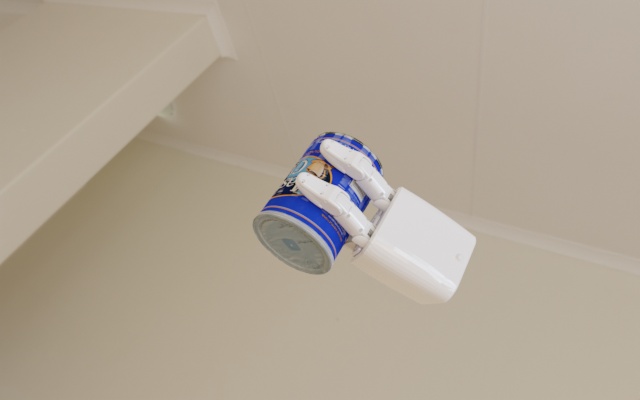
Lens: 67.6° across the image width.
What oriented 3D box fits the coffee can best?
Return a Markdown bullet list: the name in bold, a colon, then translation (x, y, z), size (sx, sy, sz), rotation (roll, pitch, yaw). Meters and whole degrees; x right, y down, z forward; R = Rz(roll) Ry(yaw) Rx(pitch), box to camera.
- **coffee can**: translation (0.000, 0.002, 0.569), size (0.103, 0.140, 0.103), rotation (24, -33, 16)
